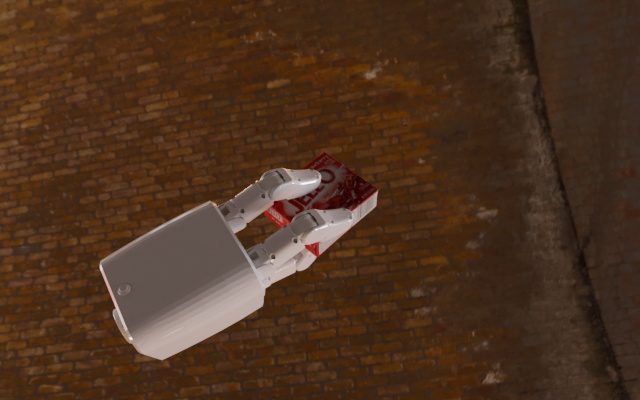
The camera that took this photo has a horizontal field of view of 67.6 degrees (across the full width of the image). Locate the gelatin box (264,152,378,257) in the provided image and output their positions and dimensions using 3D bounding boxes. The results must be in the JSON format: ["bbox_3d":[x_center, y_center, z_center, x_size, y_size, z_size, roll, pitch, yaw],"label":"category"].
[{"bbox_3d":[0.000,0.002,0.464,0.073,0.030,0.089,37,60,26],"label":"gelatin box"}]
